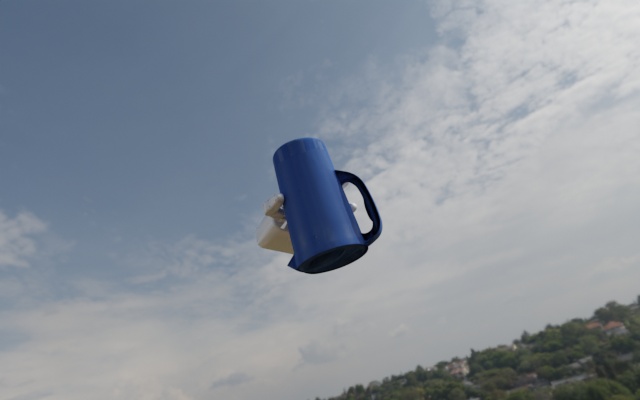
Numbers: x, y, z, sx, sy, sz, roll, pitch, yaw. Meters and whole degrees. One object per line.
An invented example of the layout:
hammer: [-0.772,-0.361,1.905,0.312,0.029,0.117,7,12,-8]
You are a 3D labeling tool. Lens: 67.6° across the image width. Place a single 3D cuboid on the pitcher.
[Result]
pitcher: [0.000,0.003,0.892,0.149,0.242,0.145,-3,-27,-31]
